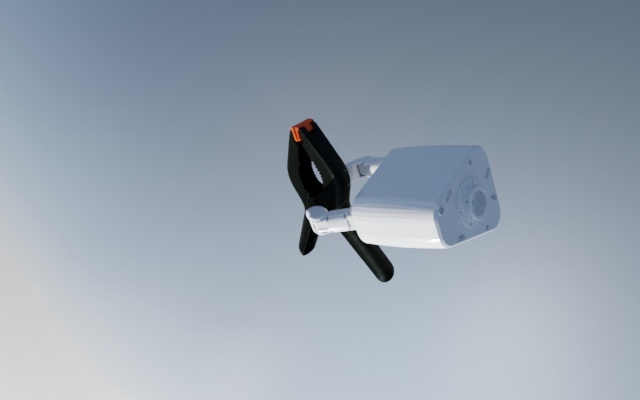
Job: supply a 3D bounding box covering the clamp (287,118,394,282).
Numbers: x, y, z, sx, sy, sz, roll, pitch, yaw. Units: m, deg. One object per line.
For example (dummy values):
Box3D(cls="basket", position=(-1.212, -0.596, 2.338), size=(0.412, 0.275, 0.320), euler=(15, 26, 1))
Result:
Box3D(cls="clamp", position=(-0.001, 0.002, 0.600), size=(0.036, 0.210, 0.164), euler=(-34, 22, -34))
